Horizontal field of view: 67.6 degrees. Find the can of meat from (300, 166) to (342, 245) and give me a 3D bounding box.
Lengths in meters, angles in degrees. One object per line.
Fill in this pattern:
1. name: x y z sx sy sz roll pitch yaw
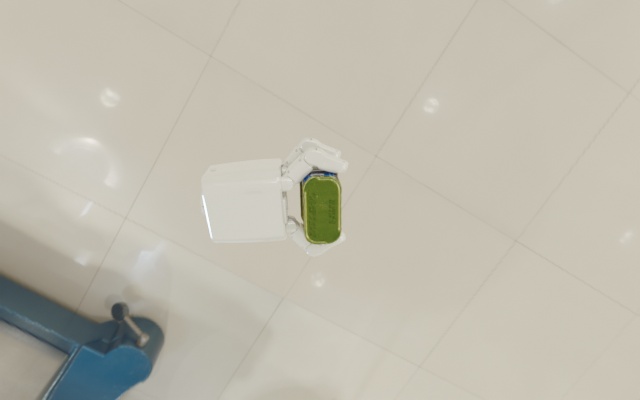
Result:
1. can of meat: 0.000 0.002 0.671 0.057 0.102 0.084 -2 18 -3
